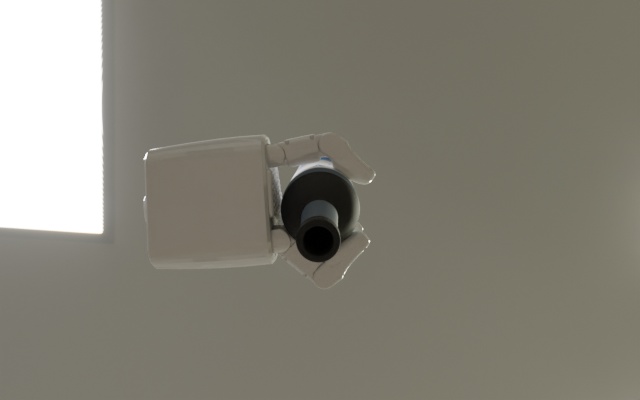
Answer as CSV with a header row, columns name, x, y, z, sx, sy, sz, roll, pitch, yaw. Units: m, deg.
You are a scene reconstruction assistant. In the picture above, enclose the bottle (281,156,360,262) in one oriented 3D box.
name,x,y,z,sx,sy,sz,roll,pitch,yaw
bottle,0.000,0.001,0.436,0.069,0.069,0.295,0,9,1
